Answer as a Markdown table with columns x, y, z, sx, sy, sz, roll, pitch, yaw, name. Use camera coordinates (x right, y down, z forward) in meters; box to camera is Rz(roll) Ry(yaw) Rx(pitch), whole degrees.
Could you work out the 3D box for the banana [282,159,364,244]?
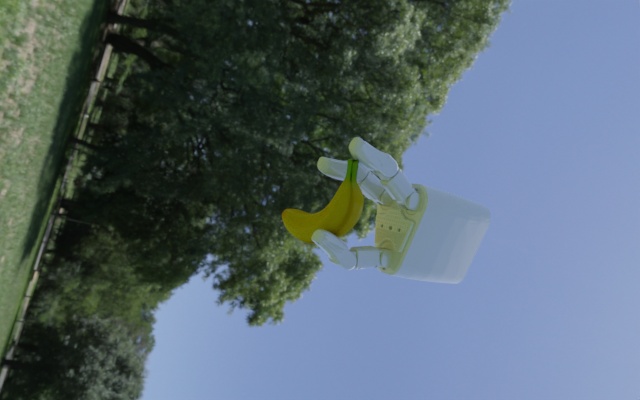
| x | y | z | sx | sy | sz | roll | pitch | yaw | name |
| --- | --- | --- | --- | --- | --- | --- | --- | --- | --- |
| 0.002 | 0.018 | 0.576 | 0.037 | 0.069 | 0.198 | 10 | -22 | -26 | banana |
